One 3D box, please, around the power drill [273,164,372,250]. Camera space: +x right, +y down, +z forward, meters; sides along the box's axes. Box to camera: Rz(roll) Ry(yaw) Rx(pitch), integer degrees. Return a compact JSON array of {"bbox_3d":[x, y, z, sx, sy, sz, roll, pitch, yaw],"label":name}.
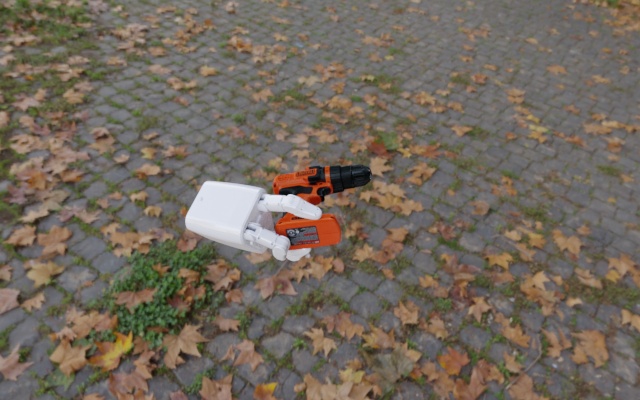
[{"bbox_3d":[0.000,0.003,0.826,0.184,0.057,0.187,-10,31,10],"label":"power drill"}]
